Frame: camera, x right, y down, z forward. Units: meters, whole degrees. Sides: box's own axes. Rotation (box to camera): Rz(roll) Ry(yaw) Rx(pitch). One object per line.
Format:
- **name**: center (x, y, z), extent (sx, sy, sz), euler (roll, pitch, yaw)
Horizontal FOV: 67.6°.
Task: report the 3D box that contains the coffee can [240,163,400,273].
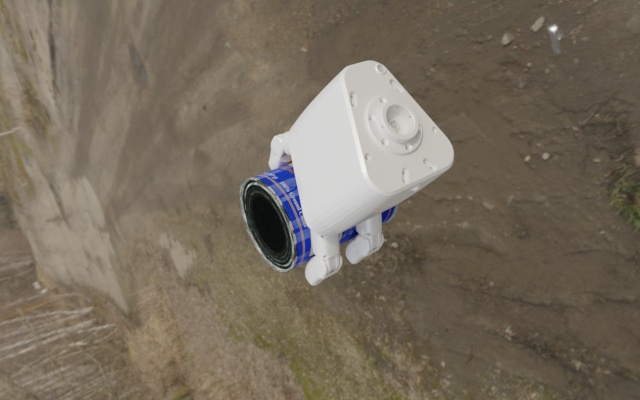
- **coffee can**: center (0.000, 0.002, 0.512), extent (0.140, 0.103, 0.103), euler (-24, 12, -30)
